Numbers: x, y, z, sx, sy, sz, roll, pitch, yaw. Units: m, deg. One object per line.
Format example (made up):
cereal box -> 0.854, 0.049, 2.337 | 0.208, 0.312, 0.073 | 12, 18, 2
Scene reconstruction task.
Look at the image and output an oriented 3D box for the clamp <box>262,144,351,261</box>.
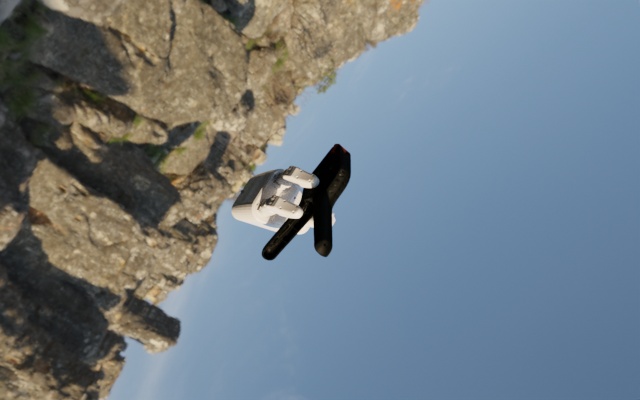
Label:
clamp -> 0.001, 0.002, 0.718 | 0.036, 0.210, 0.164 | 38, -20, -26
